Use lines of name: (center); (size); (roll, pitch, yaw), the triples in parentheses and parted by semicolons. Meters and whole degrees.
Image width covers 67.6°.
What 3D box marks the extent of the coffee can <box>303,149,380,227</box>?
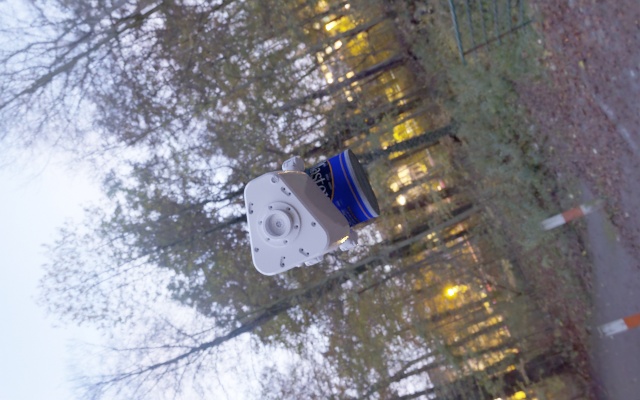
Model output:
coffee can: (0.000, 0.002, 0.682); (0.140, 0.103, 0.103); (-25, -6, 13)
